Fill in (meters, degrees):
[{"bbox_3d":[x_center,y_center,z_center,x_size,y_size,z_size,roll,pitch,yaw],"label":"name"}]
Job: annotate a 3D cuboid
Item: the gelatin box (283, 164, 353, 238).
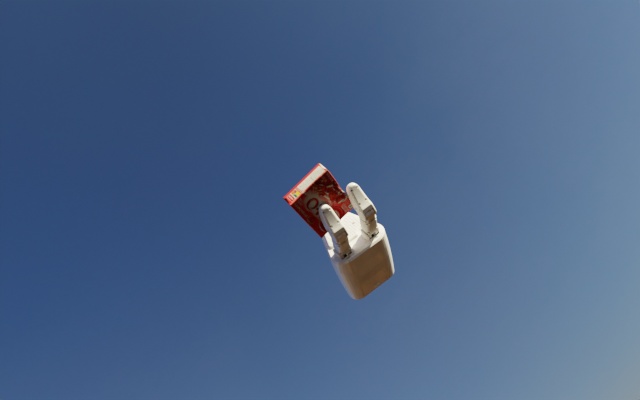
[{"bbox_3d":[0.000,0.002,0.700,0.089,0.073,0.030,50,-5,-39],"label":"gelatin box"}]
